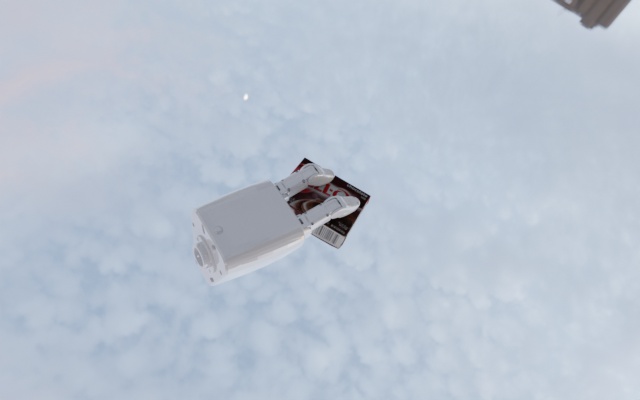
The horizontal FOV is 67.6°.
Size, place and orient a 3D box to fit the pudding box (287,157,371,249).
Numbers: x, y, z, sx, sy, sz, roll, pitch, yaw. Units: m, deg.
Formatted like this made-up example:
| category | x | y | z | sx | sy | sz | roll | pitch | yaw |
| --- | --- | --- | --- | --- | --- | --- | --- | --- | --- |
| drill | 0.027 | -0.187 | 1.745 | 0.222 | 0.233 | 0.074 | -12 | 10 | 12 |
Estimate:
| category | x | y | z | sx | sy | sz | roll | pitch | yaw |
| --- | --- | --- | --- | --- | --- | --- | --- | --- | --- |
| pudding box | 0.000 | 0.002 | 0.657 | 0.113 | 0.090 | 0.039 | 32 | -40 | 4 |
